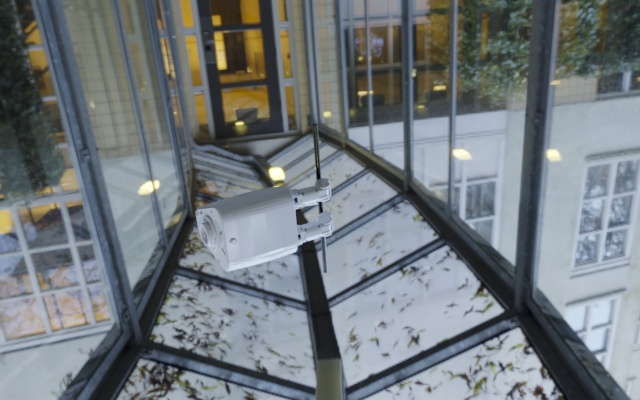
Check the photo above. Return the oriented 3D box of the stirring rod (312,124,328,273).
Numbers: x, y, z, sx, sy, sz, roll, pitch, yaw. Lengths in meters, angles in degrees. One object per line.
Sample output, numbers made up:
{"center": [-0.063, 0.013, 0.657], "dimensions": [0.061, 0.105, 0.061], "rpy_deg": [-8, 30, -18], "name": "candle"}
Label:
{"center": [0.000, 0.002, 0.737], "dimensions": [0.011, 0.240, 0.011], "rpy_deg": [-4, 19, 1], "name": "stirring rod"}
